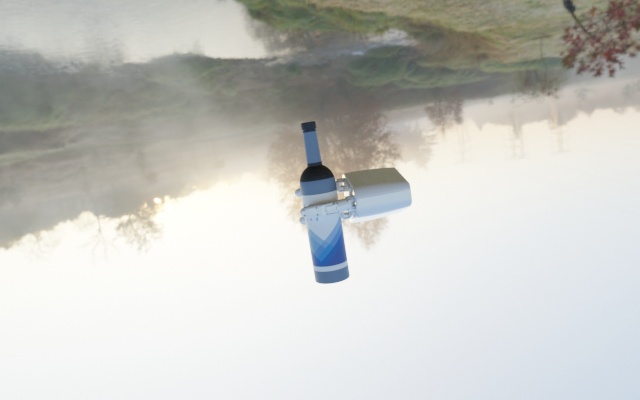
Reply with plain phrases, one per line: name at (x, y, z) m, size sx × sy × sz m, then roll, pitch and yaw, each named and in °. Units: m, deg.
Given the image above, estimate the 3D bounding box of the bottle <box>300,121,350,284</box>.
bottle at (0.000, 0.003, 0.881) m, size 0.069 × 0.296 × 0.069 m, roll -9°, pitch 8°, yaw 1°
